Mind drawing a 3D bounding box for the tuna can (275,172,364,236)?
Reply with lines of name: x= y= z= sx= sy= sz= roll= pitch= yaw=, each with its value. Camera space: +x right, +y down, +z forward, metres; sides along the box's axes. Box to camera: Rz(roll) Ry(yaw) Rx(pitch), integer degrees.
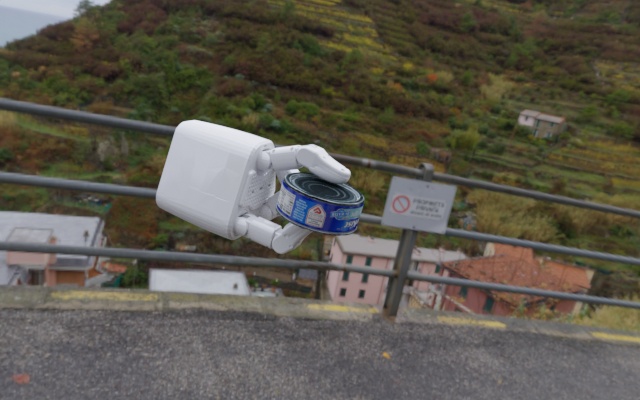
tuna can: x=0.000 y=0.001 z=0.480 sx=0.086 sy=0.034 sz=0.086 roll=15 pitch=18 yaw=-5
